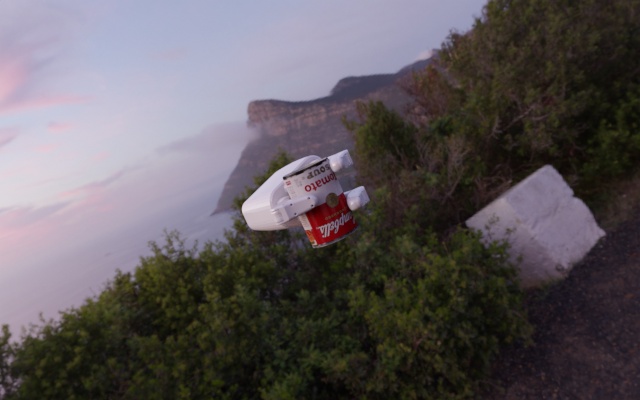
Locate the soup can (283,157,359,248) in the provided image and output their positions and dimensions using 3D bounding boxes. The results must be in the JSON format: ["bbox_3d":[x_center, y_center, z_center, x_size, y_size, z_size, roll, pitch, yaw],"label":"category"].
[{"bbox_3d":[0.000,0.002,0.631,0.068,0.102,0.068,-24,7,3],"label":"soup can"}]
